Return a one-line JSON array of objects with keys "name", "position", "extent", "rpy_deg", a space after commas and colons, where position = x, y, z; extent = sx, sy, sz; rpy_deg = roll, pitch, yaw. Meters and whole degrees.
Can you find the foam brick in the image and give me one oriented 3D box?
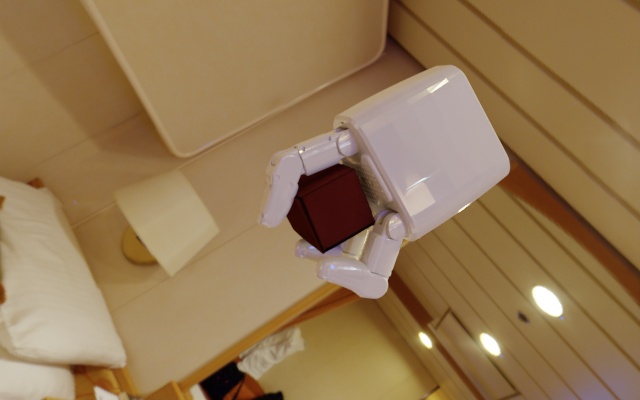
[{"name": "foam brick", "position": [0.000, 0.001, 0.403], "extent": [0.051, 0.053, 0.078], "rpy_deg": [-30, 22, -14]}]
